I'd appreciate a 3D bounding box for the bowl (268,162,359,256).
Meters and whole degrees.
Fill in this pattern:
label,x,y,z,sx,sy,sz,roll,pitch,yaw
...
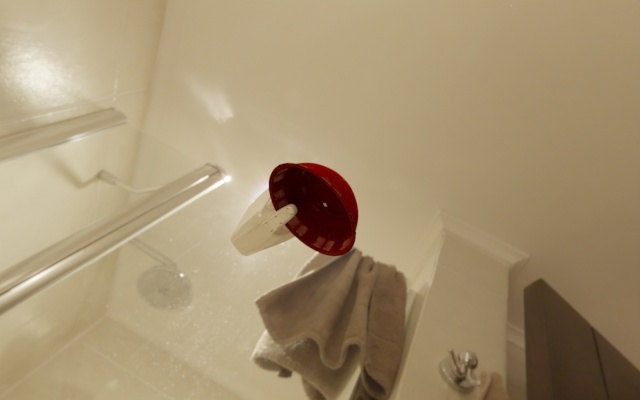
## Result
label,x,y,z,sx,sy,sz,roll,pitch,yaw
bowl,0.001,0.002,0.704,0.162,0.162,0.055,0,33,48
